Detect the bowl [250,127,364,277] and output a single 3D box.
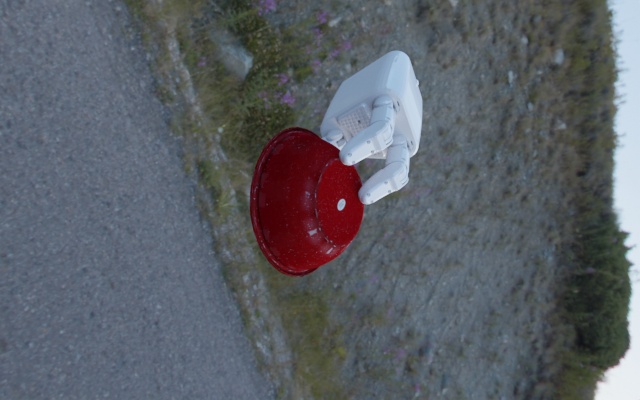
[{"bbox_3d":[0.000,0.003,0.504,0.055,0.162,0.162,1,0,36],"label":"bowl"}]
